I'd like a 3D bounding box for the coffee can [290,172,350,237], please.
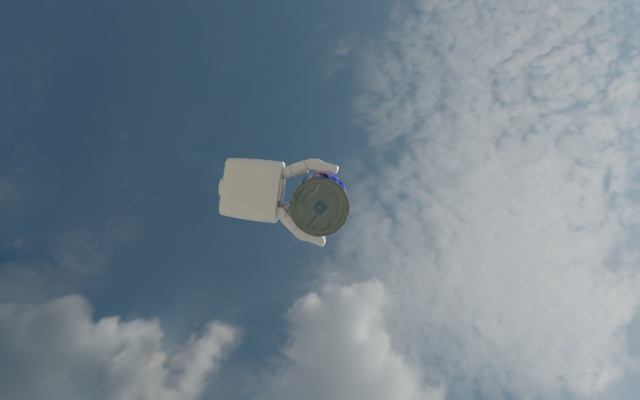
[{"bbox_3d":[0.000,0.003,0.880,0.103,0.103,0.140,0,7,1],"label":"coffee can"}]
